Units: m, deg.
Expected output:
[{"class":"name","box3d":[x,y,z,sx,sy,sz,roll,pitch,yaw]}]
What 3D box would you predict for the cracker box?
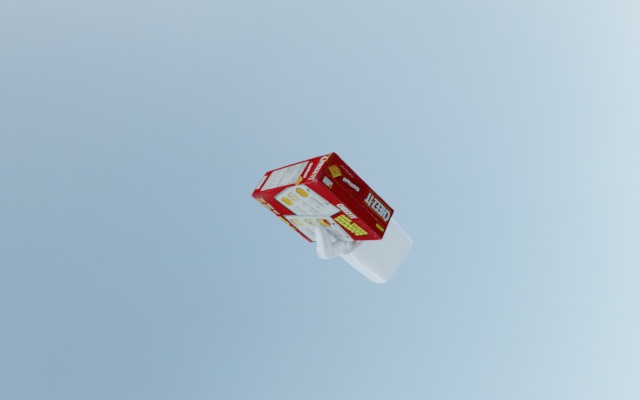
[{"class":"cracker box","box3d":[0.000,0.003,0.859,0.164,0.072,0.214,41,-28,-25]}]
